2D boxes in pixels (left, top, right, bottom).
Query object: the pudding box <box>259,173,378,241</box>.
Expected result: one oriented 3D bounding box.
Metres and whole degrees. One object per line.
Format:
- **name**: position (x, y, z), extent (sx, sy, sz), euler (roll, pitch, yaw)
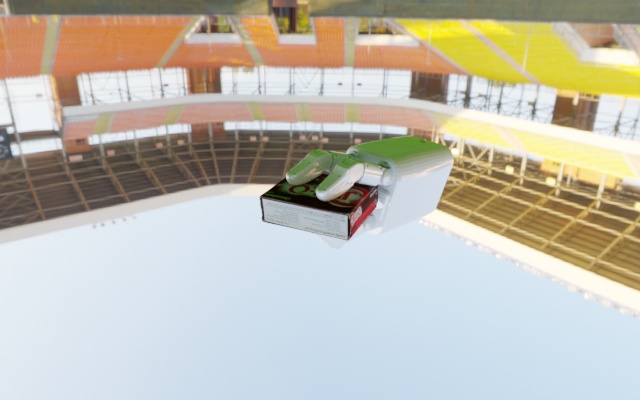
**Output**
- **pudding box**: position (0.000, 0.002, 0.556), extent (0.113, 0.039, 0.090), euler (9, 26, 24)
